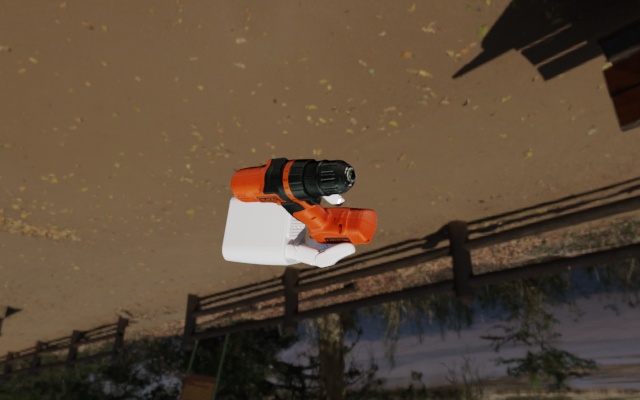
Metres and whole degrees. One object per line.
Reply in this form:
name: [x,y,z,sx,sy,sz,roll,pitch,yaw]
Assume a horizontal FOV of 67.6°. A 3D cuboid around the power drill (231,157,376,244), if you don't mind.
power drill: [0.000,0.002,0.641,0.184,0.057,0.188,-1,-26,37]
